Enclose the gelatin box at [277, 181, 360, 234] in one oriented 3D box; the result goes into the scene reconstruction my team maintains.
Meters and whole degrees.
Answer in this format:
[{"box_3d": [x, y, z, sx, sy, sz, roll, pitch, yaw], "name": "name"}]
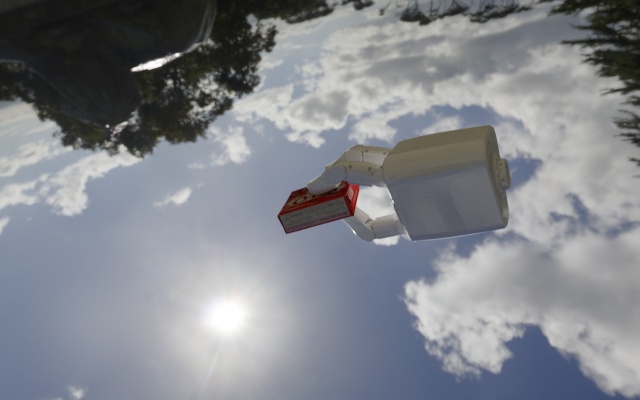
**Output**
[{"box_3d": [0.000, 0.002, 0.576, 0.089, 0.030, 0.073, -17, 20, 18], "name": "gelatin box"}]
